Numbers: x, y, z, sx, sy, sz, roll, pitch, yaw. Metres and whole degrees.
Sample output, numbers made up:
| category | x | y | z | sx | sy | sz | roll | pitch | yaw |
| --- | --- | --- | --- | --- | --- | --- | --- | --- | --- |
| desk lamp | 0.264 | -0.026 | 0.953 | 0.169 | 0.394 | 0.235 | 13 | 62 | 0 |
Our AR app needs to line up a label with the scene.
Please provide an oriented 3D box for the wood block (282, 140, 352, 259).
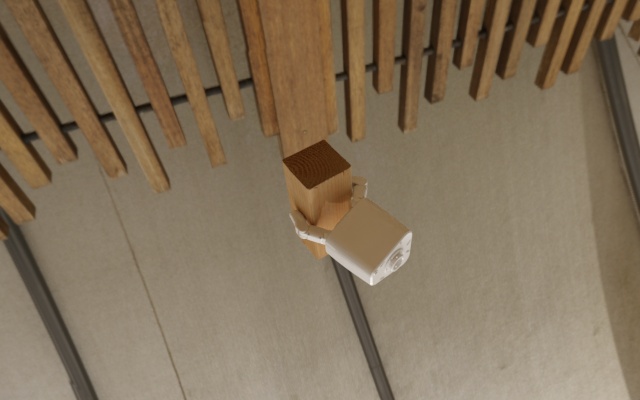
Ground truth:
| category | x | y | z | sx | sy | sz | roll | pitch | yaw |
| --- | --- | --- | --- | --- | --- | --- | --- | --- | --- |
| wood block | 0.000 | 0.003 | 0.888 | 0.091 | 0.206 | 0.090 | -28 | 53 | -18 |
